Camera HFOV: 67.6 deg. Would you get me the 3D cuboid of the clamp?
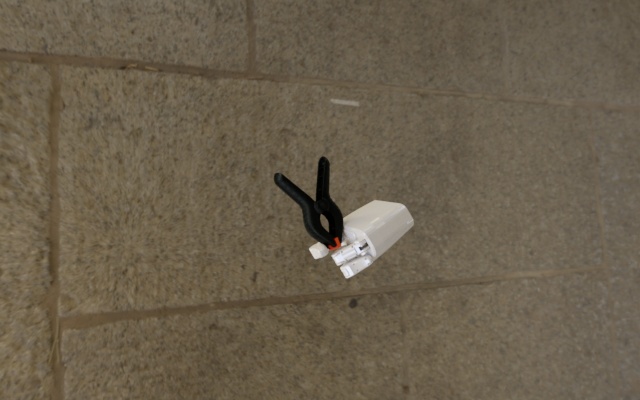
[{"bbox_3d":[0.000,0.003,0.866,0.120,0.171,0.039,-33,8,-28],"label":"clamp"}]
